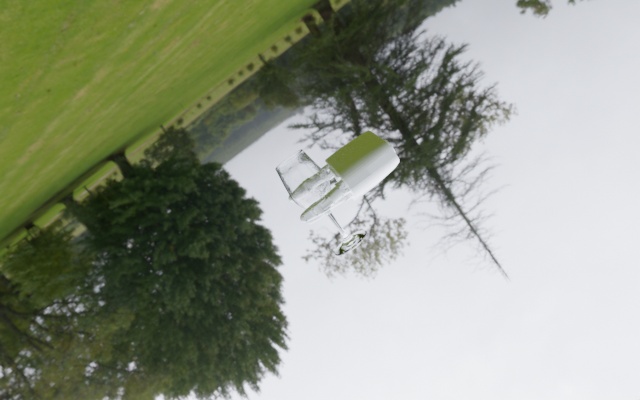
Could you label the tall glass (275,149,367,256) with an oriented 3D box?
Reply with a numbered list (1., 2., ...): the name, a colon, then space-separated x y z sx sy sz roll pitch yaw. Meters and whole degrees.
1. tall glass: 0.000 0.004 0.889 0.079 0.201 0.079 -35 12 8
